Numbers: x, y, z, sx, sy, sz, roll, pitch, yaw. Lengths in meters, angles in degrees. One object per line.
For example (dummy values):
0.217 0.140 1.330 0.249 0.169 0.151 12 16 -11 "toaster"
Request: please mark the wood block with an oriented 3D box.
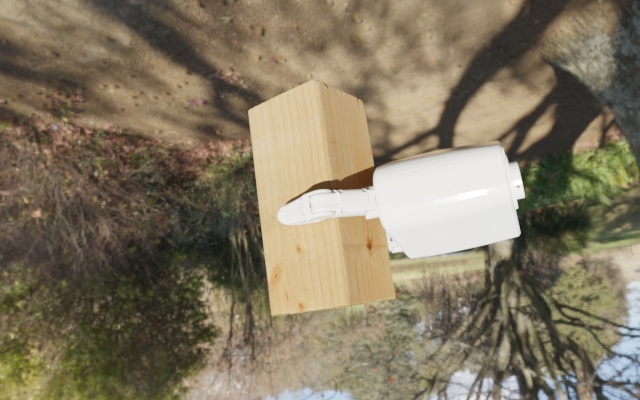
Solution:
0.000 0.002 0.473 0.090 0.206 0.091 -16 -14 34 "wood block"
